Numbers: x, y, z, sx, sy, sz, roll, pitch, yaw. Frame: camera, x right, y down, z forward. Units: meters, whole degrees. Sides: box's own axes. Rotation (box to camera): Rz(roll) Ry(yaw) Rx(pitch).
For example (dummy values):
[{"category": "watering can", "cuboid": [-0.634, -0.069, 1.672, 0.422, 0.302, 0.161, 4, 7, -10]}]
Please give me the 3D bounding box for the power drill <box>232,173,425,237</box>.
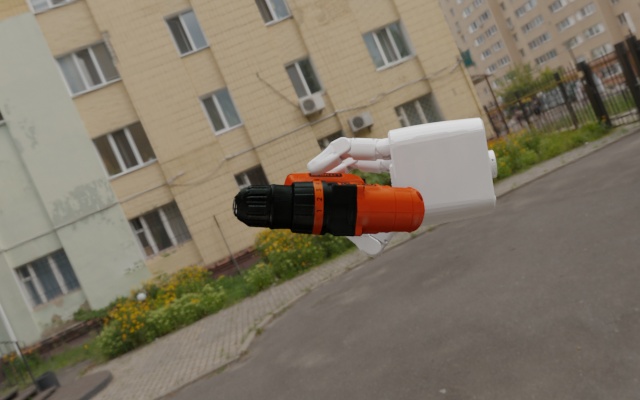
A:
[{"category": "power drill", "cuboid": [0.000, 0.002, 0.527, 0.184, 0.057, 0.187, 3, 7, -8]}]
